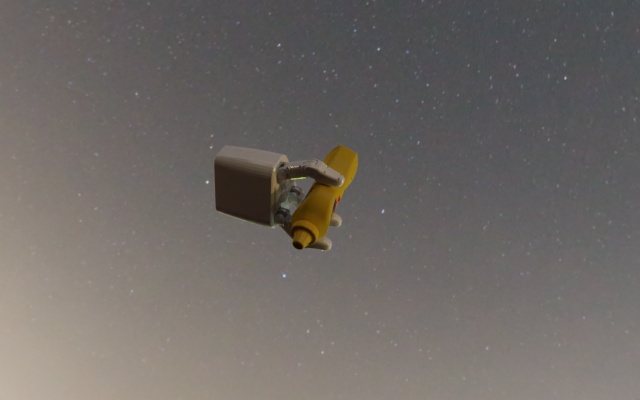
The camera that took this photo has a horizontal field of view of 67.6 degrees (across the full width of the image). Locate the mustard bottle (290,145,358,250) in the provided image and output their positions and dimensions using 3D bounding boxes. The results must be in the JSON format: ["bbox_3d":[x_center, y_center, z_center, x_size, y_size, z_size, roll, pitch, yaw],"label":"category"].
[{"bbox_3d":[0.001,0.002,0.741,0.058,0.191,0.096,29,-43,0],"label":"mustard bottle"}]
